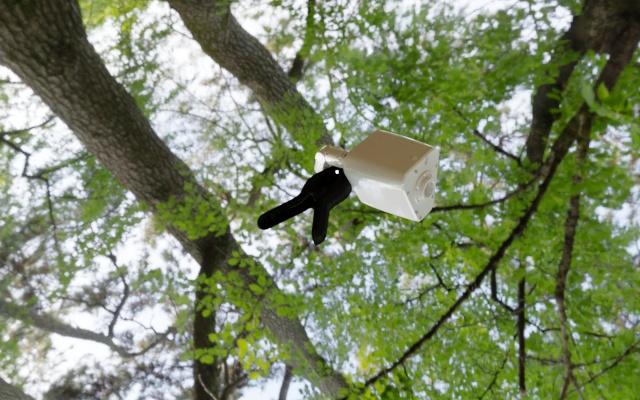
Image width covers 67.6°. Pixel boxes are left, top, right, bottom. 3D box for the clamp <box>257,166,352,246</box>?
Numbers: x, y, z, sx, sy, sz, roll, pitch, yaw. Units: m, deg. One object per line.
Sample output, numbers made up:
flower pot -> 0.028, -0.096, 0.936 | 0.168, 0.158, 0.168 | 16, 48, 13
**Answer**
clamp -> 0.000, 0.003, 0.712 | 0.120, 0.039, 0.171 | 25, 56, 38
